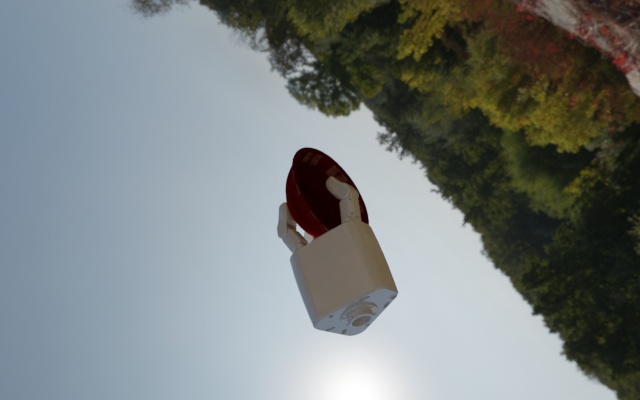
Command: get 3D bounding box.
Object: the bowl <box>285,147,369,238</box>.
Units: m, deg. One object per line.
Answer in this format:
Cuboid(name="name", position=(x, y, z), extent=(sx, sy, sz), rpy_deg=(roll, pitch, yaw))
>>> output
Cuboid(name="bowl", position=(0.000, 0.002, 0.709), extent=(0.055, 0.162, 0.162), rpy_deg=(-35, -19, 30))
